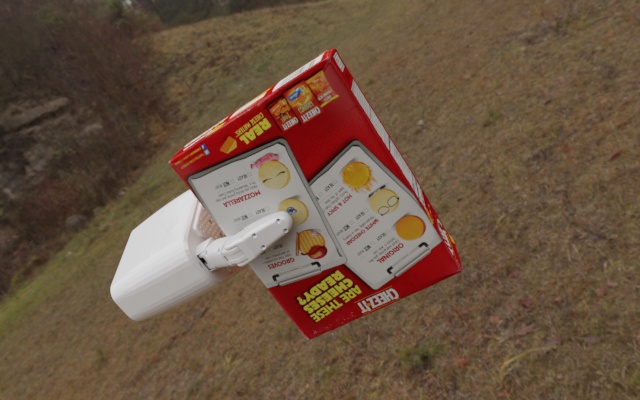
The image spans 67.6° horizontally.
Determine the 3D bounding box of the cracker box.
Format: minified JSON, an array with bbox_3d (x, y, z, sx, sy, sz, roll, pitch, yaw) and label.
[{"bbox_3d":[0.000,0.001,0.429,0.164,0.214,0.072,-29,19,19],"label":"cracker box"}]
